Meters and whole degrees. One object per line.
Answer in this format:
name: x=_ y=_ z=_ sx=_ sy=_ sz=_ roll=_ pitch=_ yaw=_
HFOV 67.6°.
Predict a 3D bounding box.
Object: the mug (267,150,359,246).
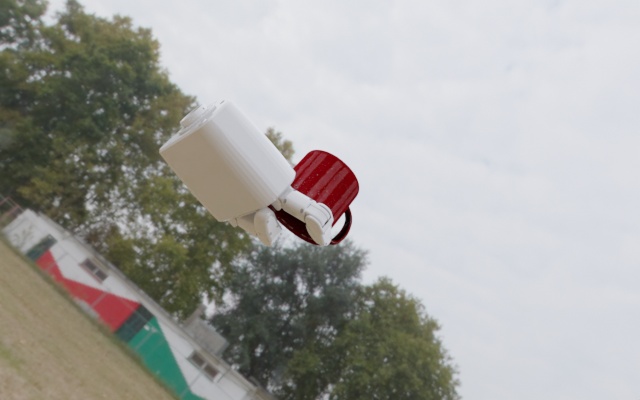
mug: x=0.001 y=0.003 z=0.579 sx=0.081 sy=0.117 sz=0.093 roll=-50 pitch=27 yaw=-24
